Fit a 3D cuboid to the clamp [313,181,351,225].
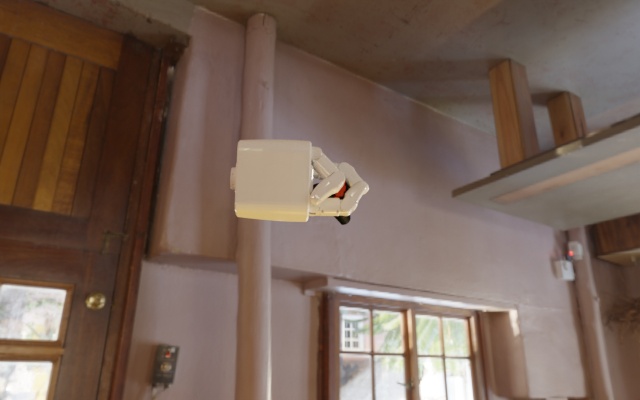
[{"bbox_3d":[0.000,0.003,0.786,0.120,0.039,0.171,2,-20,-5],"label":"clamp"}]
